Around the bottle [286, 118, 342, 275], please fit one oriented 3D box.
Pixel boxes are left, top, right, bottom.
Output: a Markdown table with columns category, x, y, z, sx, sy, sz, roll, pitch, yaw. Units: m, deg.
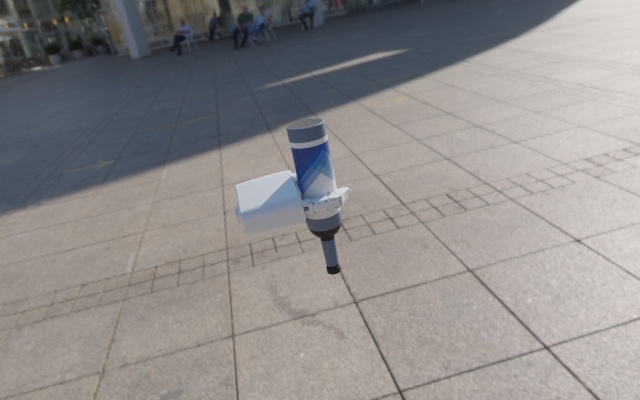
| category | x | y | z | sx | sy | sz | roll | pitch | yaw |
| --- | --- | --- | --- | --- | --- | --- | --- | --- | --- |
| bottle | 0.000 | 0.003 | 0.868 | 0.069 | 0.296 | 0.069 | -10 | 22 | 4 |
